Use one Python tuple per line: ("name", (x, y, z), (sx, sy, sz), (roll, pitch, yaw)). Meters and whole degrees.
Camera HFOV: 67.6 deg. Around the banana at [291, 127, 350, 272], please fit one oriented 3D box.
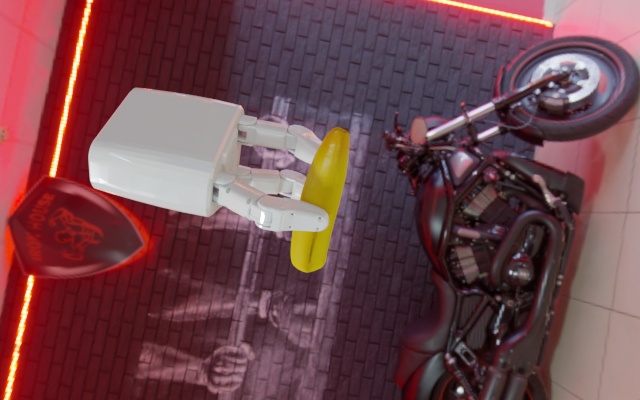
("banana", (-0.004, 0.018, 0.452), (0.037, 0.069, 0.198), (14, -35, 2))
